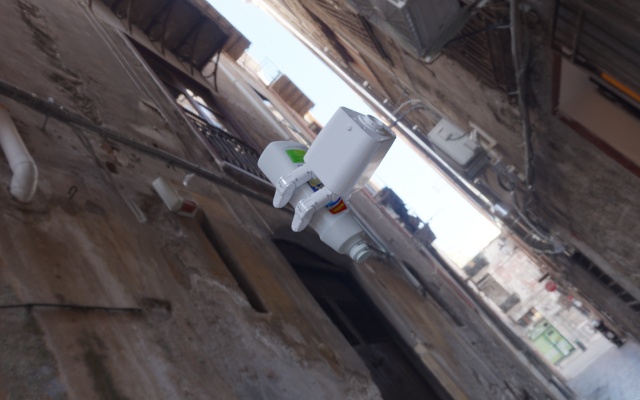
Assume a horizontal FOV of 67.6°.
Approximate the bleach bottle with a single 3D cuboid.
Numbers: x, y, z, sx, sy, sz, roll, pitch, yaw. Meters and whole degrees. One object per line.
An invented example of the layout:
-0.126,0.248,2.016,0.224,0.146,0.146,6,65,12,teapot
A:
0.000,0.003,0.798,0.102,0.068,0.250,-1,43,-51,bleach bottle
